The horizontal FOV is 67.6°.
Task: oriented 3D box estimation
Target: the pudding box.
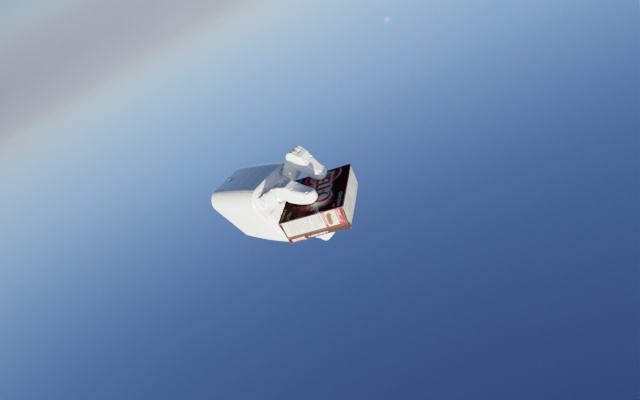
[{"bbox_3d":[0.000,0.002,0.638,0.090,0.039,0.113,-17,31,19],"label":"pudding box"}]
